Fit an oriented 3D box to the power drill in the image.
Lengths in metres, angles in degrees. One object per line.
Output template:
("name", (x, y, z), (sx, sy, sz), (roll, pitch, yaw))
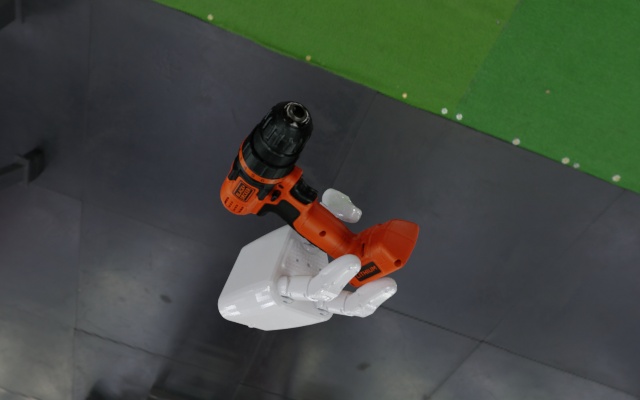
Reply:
("power drill", (0.000, 0.002, 0.466), (0.187, 0.057, 0.184), (36, -31, -8))
